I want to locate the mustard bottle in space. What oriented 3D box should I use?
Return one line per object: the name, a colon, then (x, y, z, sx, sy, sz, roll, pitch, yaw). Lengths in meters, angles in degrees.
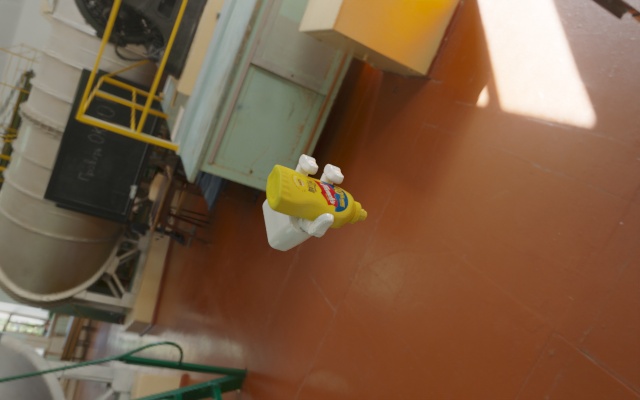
mustard bottle: (0.000, 0.003, 0.856, 0.192, 0.058, 0.096, 19, 33, -25)
